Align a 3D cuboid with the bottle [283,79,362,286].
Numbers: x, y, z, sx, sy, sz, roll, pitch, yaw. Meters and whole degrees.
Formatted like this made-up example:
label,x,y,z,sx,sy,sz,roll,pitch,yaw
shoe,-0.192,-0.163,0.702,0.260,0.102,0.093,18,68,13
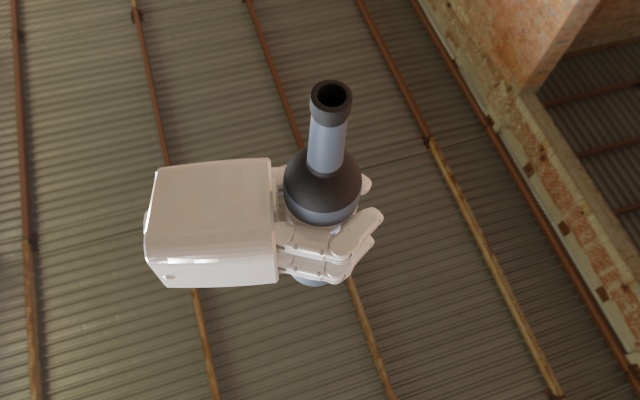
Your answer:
label,x,y,z,sx,sy,sz,roll,pitch,yaw
bottle,0.000,0.002,0.432,0.069,0.069,0.296,0,-28,-3
